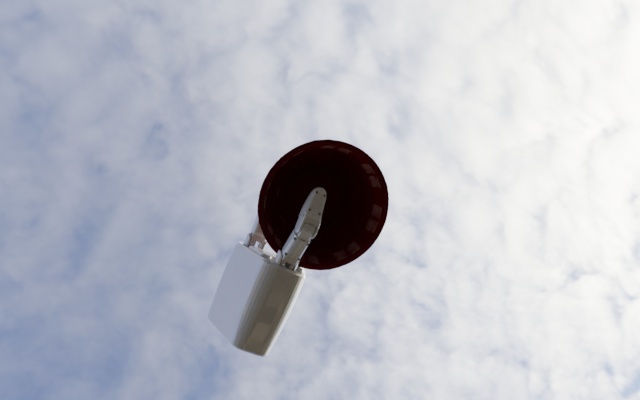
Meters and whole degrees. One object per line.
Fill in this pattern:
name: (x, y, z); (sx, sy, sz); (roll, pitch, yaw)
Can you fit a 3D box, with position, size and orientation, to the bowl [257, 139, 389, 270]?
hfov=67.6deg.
bowl: (0.001, 0.001, 0.594); (0.162, 0.162, 0.055); (0, 14, -13)
